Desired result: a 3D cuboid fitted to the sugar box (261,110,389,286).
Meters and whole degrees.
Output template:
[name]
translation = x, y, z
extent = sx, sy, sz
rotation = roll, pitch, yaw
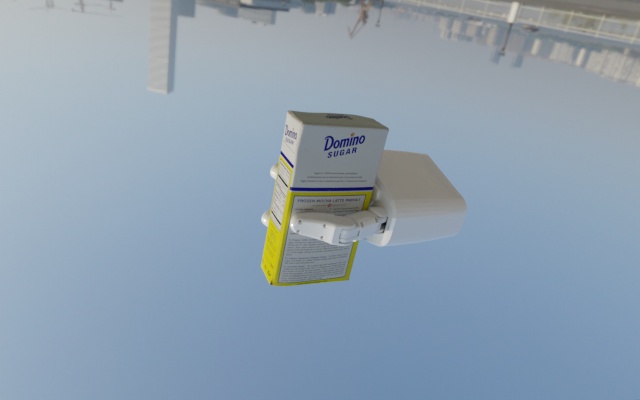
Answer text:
[sugar box]
translation = 0.000, 0.001, 0.480
extent = 0.093, 0.176, 0.048
rotation = 0, 26, -27
